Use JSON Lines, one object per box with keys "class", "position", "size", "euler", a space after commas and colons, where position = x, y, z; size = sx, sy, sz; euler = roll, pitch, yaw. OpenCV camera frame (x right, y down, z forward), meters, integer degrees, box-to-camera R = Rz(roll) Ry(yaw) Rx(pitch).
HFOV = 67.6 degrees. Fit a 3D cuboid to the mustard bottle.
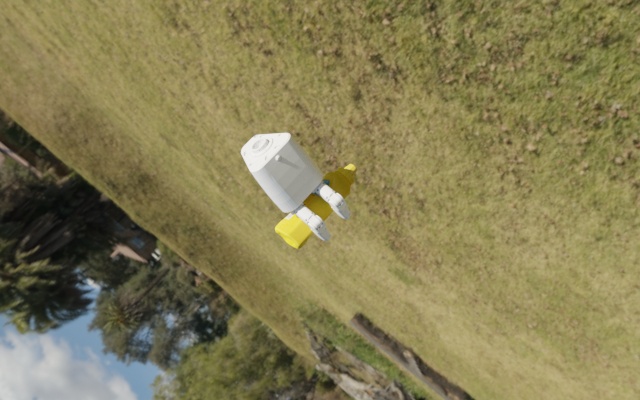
{"class": "mustard bottle", "position": [0.000, 0.003, 0.900], "size": [0.058, 0.191, 0.096], "euler": [45, -12, -12]}
